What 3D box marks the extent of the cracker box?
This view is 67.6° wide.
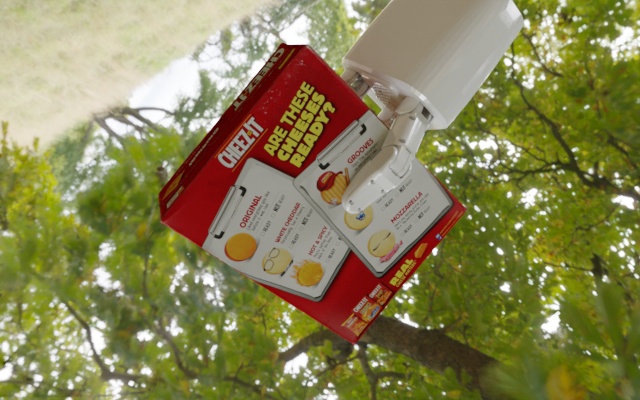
[{"bbox_3d":[0.000,0.001,0.409,0.214,0.164,0.072,39,1,-28],"label":"cracker box"}]
